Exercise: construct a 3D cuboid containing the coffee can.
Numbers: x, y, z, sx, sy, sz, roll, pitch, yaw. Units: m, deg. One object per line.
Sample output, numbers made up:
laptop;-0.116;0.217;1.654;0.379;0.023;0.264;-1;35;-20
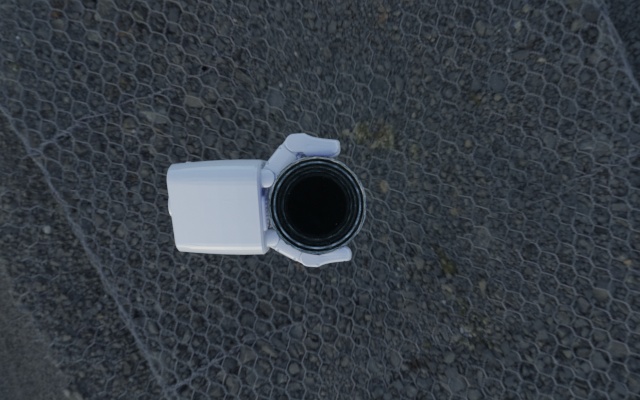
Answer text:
coffee can;0.000;0.002;0.558;0.103;0.103;0.140;0;3;3
